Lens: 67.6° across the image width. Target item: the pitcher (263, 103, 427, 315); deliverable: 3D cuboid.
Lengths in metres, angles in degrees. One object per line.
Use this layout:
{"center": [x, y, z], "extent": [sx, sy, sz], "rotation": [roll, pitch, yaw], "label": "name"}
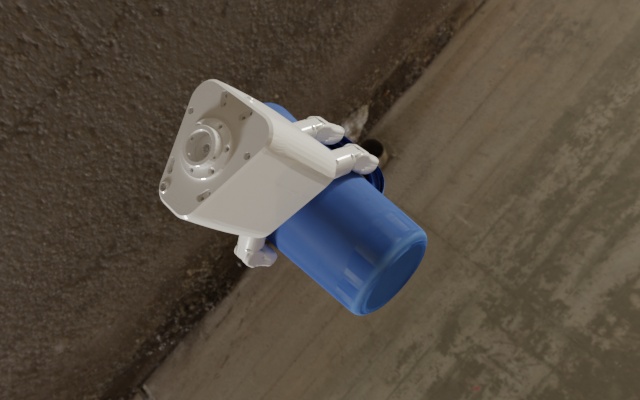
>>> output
{"center": [0.000, 0.002, 0.527], "extent": [0.242, 0.149, 0.145], "rotation": [40, 9, 27], "label": "pitcher"}
